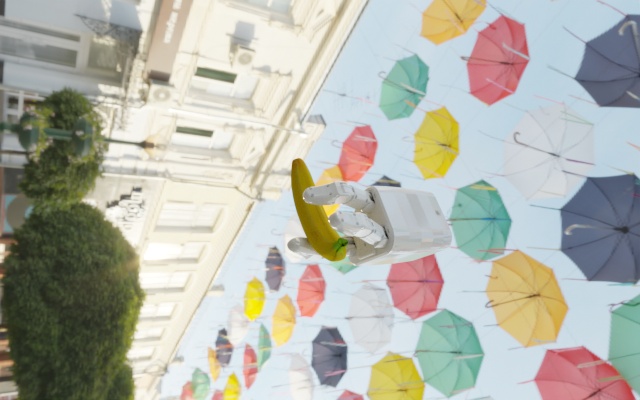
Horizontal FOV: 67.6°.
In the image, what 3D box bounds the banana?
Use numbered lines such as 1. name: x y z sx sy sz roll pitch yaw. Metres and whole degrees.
1. banana: -0.003 0.019 0.635 0.037 0.070 0.197 0 35 -25
